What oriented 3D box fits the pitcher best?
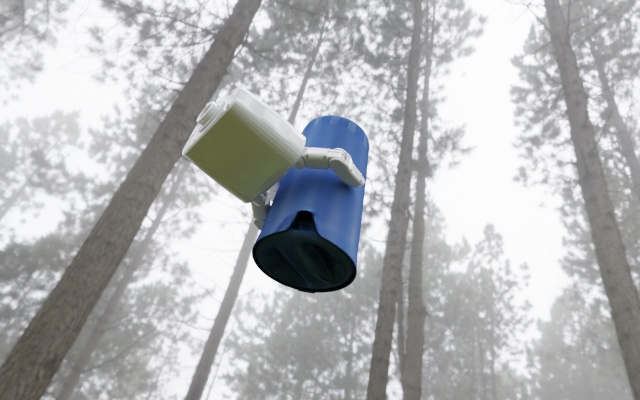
[{"bbox_3d":[0.000,0.002,0.673,0.145,0.242,0.149,38,-45,-26],"label":"pitcher"}]
